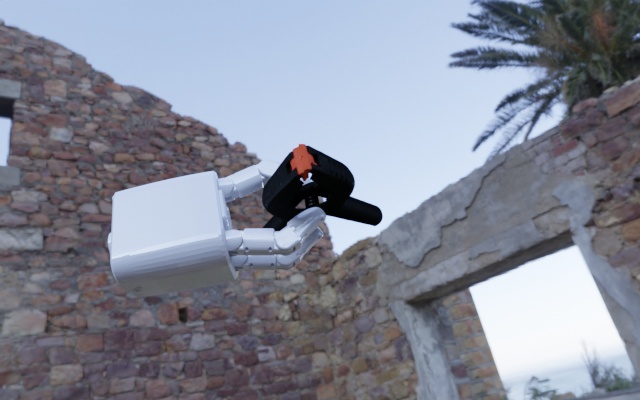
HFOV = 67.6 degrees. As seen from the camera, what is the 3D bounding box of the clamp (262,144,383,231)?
[{"bbox_3d":[0.000,0.001,0.512,0.164,0.036,0.210,-13,-23,-9],"label":"clamp"}]
